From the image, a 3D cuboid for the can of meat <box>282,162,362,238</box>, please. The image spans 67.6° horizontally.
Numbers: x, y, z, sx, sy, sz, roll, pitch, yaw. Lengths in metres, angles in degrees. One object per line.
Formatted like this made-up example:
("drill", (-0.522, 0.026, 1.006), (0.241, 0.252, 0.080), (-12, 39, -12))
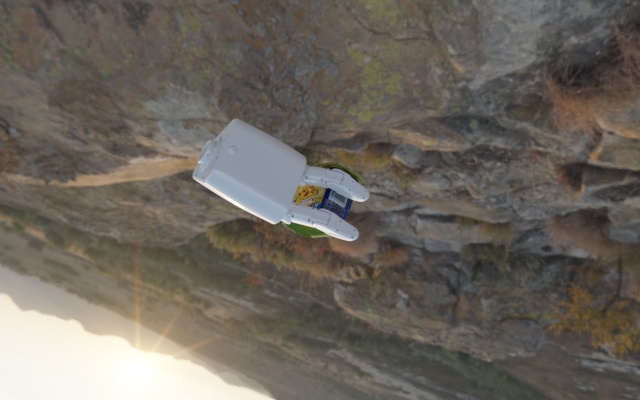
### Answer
("can of meat", (0.000, 0.002, 0.657), (0.057, 0.084, 0.102), (32, -24, -28))
